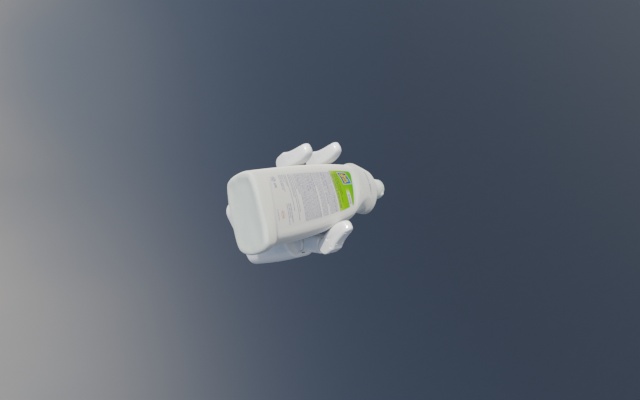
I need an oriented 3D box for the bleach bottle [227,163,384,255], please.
[{"bbox_3d":[0.000,0.002,0.644,0.251,0.102,0.068,-7,-7,-44],"label":"bleach bottle"}]
